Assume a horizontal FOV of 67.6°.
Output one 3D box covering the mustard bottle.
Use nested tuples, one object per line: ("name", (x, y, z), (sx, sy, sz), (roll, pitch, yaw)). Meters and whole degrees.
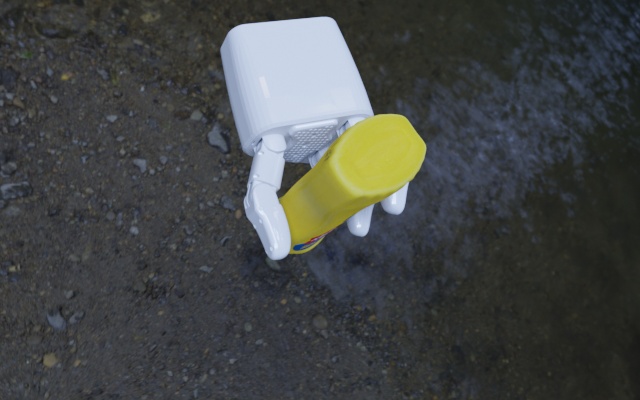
("mustard bottle", (0.000, 0.002, 0.414), (0.096, 0.058, 0.192), (-36, -2, -38))
